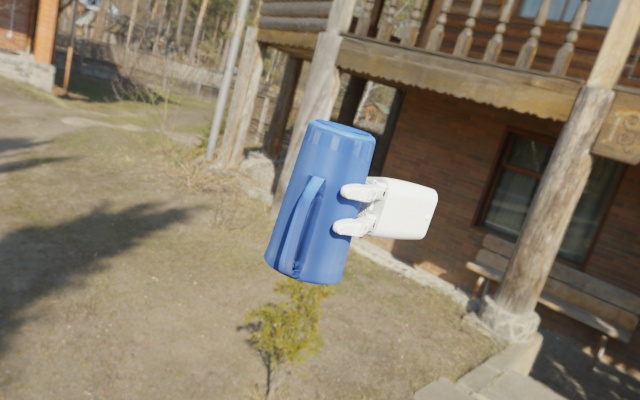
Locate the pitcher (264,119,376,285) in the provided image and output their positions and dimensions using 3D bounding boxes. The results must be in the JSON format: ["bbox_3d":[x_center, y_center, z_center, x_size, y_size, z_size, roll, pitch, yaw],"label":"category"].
[{"bbox_3d":[0.000,0.002,0.749,0.145,0.243,0.149,9,15,-29],"label":"pitcher"}]
